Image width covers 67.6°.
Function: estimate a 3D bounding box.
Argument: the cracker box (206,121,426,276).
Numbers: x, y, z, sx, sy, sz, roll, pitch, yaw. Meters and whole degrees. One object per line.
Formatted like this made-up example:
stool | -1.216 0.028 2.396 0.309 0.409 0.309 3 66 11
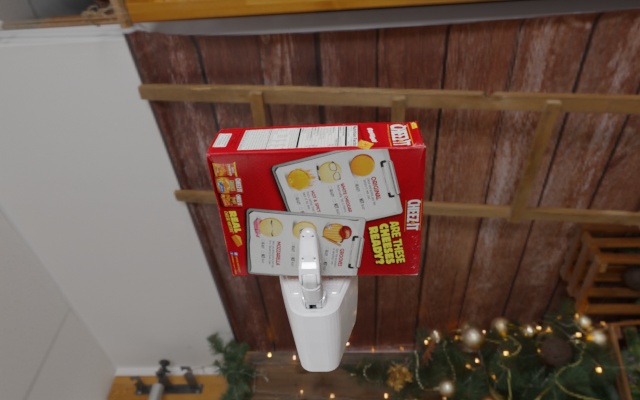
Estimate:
cracker box | 0.000 0.002 0.523 0.214 0.164 0.072 -2 34 4
